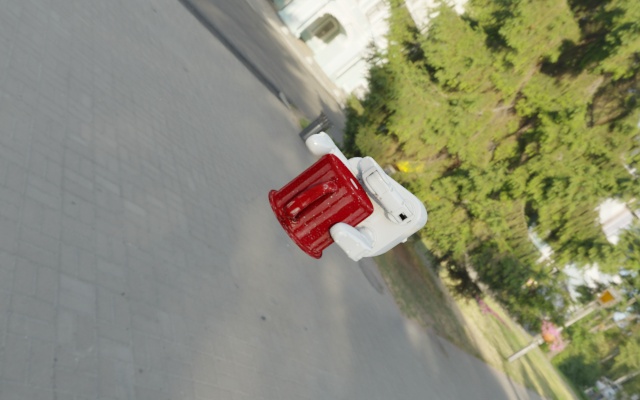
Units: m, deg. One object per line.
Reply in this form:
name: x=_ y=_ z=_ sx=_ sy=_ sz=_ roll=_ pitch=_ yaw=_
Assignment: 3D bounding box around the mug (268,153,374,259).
mug: x=0.000 y=0.001 z=0.507 sx=0.081 sy=0.093 sz=0.117 roll=-37 pitch=-15 yaw=12
